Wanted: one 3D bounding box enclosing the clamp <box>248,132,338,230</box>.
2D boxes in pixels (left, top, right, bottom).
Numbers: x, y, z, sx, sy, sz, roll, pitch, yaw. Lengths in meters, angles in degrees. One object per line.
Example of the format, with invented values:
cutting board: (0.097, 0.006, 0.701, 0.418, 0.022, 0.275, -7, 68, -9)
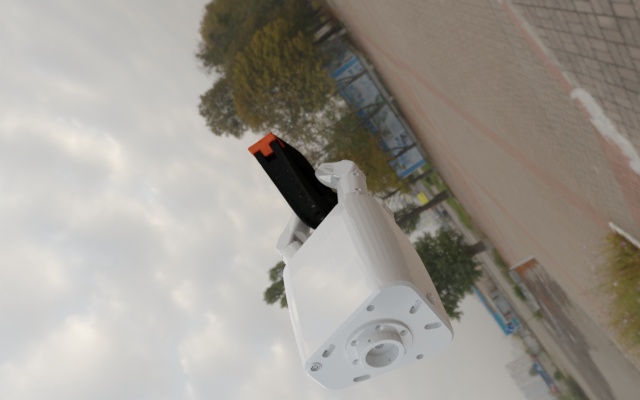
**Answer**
clamp: (-0.001, 0.002, 0.502, 0.036, 0.210, 0.164, -34, 33, 11)
